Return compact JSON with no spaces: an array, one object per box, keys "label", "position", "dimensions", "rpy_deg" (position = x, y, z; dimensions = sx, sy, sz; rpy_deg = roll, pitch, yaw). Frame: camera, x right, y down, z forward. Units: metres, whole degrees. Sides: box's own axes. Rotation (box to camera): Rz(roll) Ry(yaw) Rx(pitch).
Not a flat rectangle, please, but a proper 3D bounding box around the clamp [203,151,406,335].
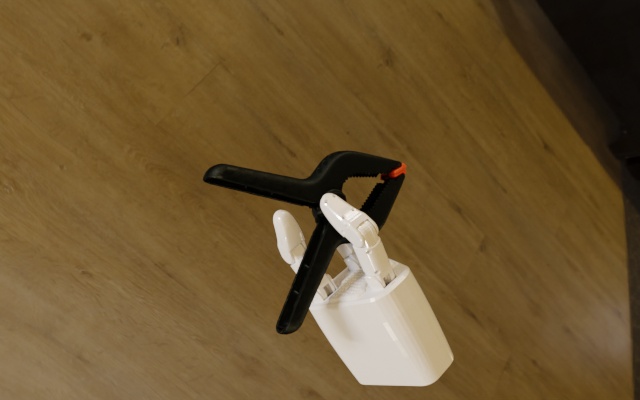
[{"label":"clamp","position":[0.001,0.001,0.464],"dimensions":[0.210,0.164,0.036],"rpy_deg":[-36,13,-29]}]
